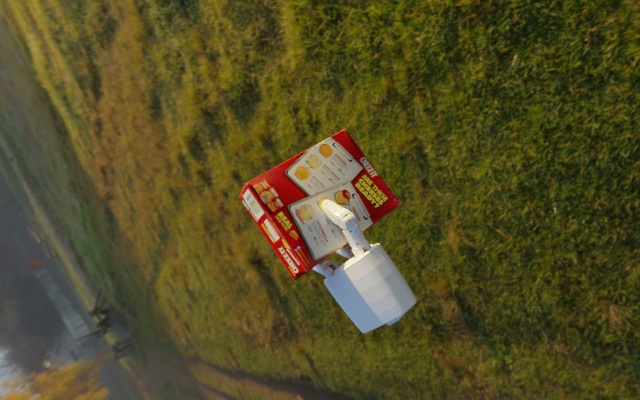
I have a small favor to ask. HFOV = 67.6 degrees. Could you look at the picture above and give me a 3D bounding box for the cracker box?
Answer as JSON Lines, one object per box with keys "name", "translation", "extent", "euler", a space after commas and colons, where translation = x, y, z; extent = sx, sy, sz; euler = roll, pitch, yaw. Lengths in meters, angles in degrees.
{"name": "cracker box", "translation": [0.000, 0.003, 0.785], "extent": [0.213, 0.164, 0.072], "euler": [-33, -6, -30]}
